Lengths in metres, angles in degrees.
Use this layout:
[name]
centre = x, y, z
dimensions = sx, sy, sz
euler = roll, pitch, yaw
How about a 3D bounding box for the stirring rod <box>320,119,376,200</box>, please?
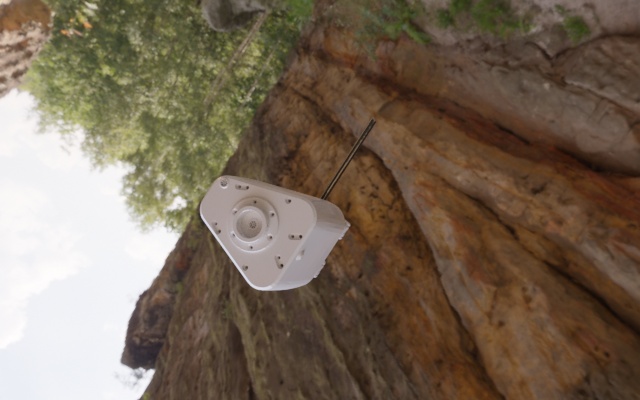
[stirring rod]
centre = 0.000, 0.002, 0.595
dimensions = 0.011, 0.239, 0.011
euler = 33, 3, -2
